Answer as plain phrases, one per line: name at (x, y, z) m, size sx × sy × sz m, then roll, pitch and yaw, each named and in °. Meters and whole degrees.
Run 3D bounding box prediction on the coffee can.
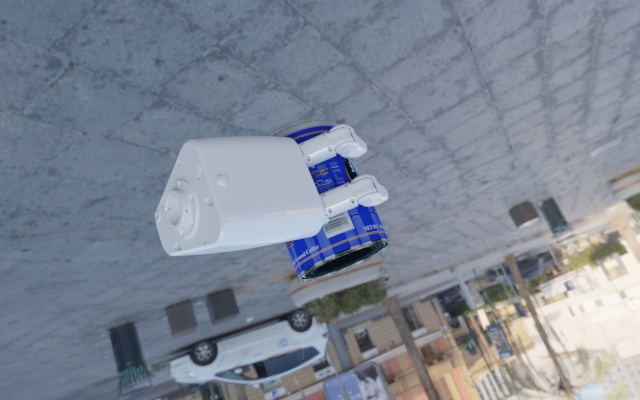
coffee can at (0.000, 0.002, 0.505) m, size 0.103 × 0.140 × 0.103 m, roll -20°, pitch -16°, yaw -6°
